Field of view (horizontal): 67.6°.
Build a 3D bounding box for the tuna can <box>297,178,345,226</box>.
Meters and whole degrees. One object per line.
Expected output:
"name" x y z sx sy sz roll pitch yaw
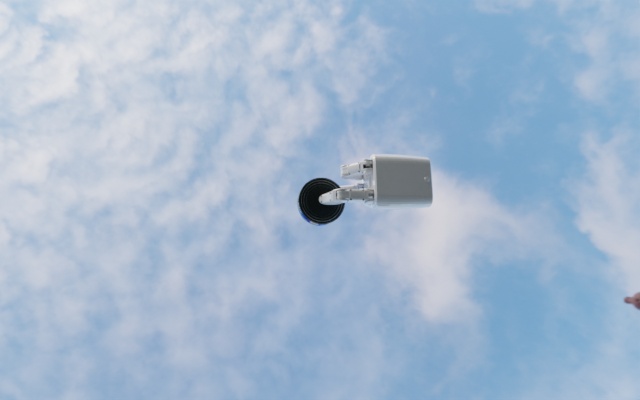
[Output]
"tuna can" 0.000 0.003 0.877 0.086 0.086 0.034 0 -9 -10
